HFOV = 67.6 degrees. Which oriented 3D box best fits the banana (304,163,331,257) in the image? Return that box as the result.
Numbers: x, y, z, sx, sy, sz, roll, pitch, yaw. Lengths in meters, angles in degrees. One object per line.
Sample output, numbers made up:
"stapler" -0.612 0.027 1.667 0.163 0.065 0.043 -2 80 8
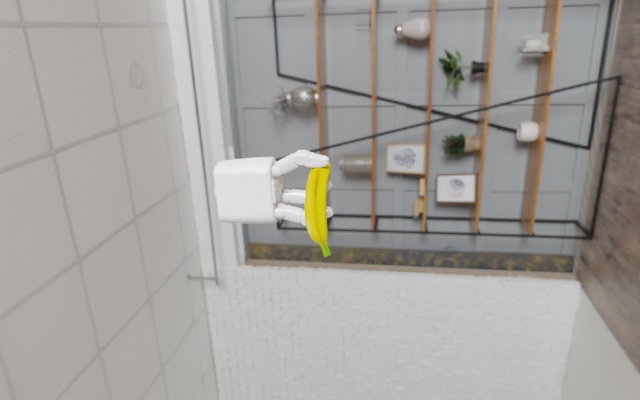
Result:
"banana" -0.004 -0.005 0.813 0.037 0.197 0.070 -5 -35 11
